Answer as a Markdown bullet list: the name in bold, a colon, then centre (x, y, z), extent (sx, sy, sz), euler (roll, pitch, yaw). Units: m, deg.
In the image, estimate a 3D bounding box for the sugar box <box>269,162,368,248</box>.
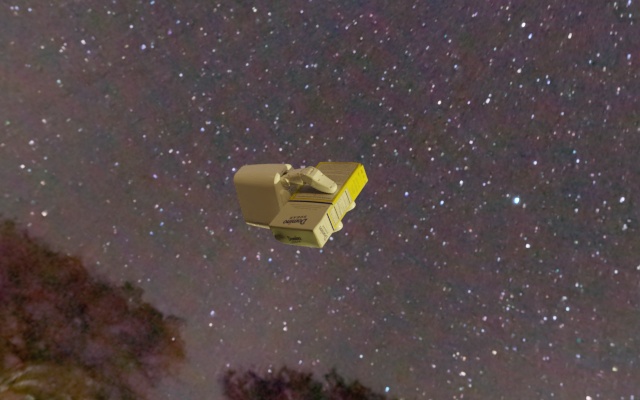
- **sugar box**: centre (0.000, 0.003, 0.801), extent (0.093, 0.048, 0.176), euler (4, 44, 35)
